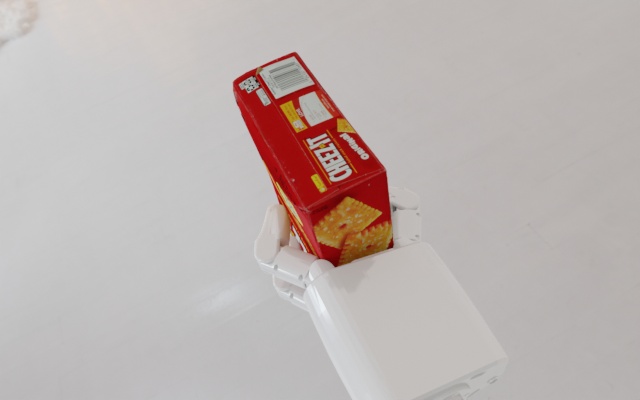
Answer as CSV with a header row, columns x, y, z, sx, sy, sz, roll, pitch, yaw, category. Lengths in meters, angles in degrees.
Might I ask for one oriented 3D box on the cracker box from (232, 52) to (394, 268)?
x,y,z,sx,sy,sz,roll,pitch,yaw,category
0.000,0.001,0.441,0.072,0.164,0.214,-25,-37,-8,cracker box
